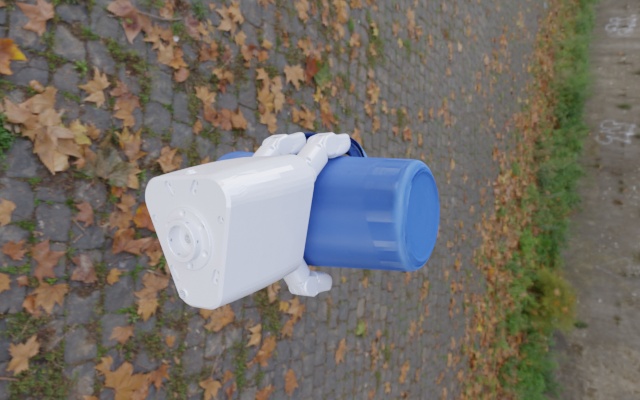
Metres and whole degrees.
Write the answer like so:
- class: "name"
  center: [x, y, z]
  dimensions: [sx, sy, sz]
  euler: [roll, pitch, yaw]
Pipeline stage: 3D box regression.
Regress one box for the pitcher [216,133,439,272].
- class: "pitcher"
  center: [0.000, 0.002, 0.522]
  dimensions: [0.243, 0.149, 0.145]
  euler: [2, 11, 33]
